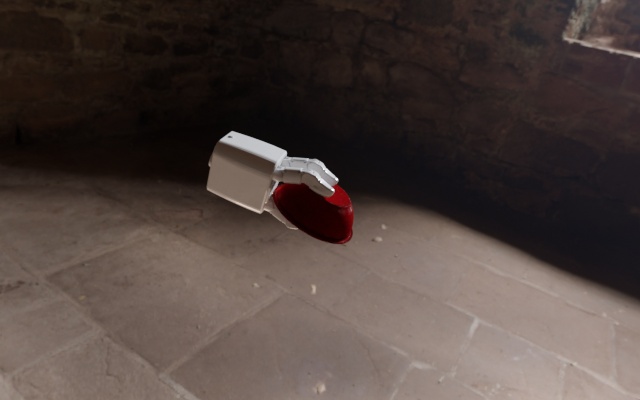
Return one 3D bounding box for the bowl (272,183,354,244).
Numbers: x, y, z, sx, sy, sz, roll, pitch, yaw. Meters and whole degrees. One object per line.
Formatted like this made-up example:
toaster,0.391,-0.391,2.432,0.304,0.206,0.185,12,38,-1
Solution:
bowl,0.002,0.003,0.833,0.162,0.055,0.162,27,24,-13
